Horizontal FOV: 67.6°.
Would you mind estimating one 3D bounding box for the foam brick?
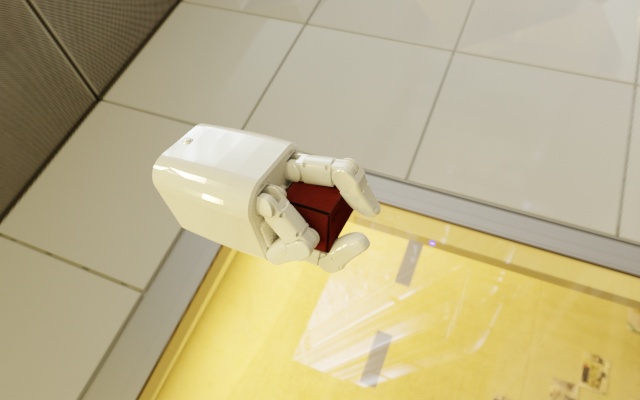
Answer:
[{"bbox_3d":[0.000,0.001,0.462,0.051,0.053,0.078,16,42,17],"label":"foam brick"}]
